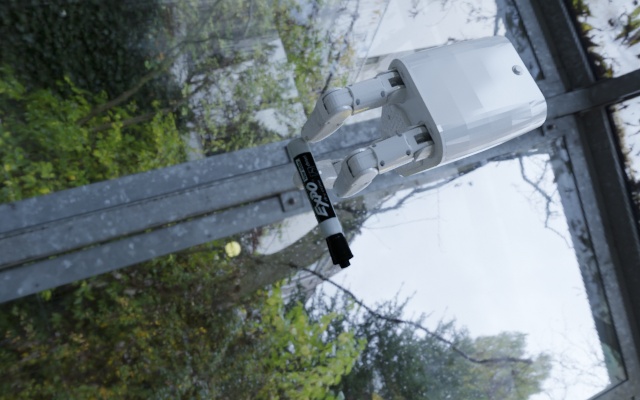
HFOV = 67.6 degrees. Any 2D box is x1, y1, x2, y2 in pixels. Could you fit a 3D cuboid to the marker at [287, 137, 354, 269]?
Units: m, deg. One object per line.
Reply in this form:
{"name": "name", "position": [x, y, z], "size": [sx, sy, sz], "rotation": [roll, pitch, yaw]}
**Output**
{"name": "marker", "position": [0.000, 0.001, 0.413], "size": [0.020, 0.121, 0.020], "rotation": [-20, -16, -6]}
